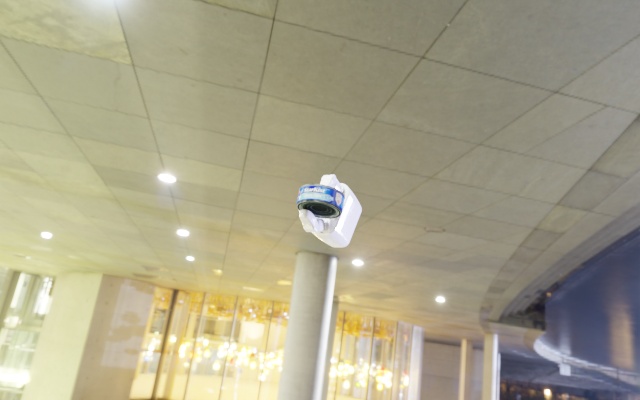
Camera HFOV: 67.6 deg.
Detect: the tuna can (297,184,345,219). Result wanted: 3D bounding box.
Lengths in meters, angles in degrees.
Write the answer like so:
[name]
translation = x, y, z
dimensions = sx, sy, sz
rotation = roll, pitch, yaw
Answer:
[tuna can]
translation = 0.000, 0.003, 0.868
dimensions = 0.086, 0.033, 0.086
rotation = 9, -22, 4
